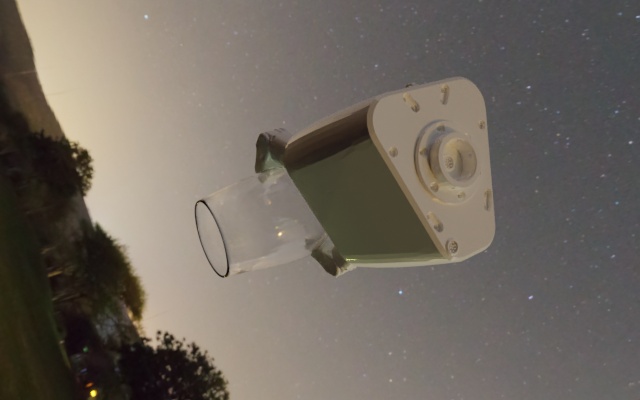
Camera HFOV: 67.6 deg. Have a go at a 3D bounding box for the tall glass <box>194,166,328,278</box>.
[{"bbox_3d":[0.001,0.001,0.406,0.201,0.079,0.079,-19,9,-28],"label":"tall glass"}]
